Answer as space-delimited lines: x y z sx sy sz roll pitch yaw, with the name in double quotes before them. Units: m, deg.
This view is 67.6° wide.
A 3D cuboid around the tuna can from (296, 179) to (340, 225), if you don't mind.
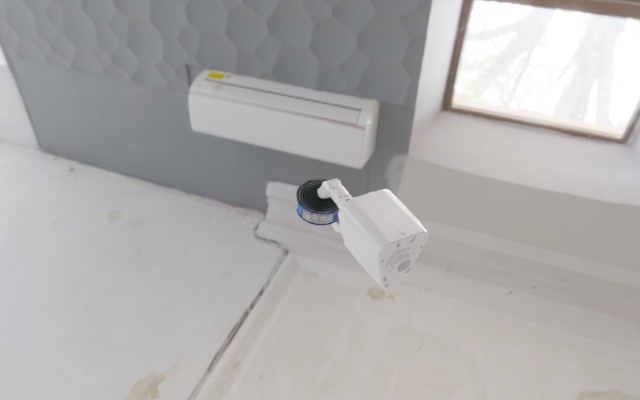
"tuna can" 0.000 0.003 0.824 0.086 0.034 0.086 3 43 -3
